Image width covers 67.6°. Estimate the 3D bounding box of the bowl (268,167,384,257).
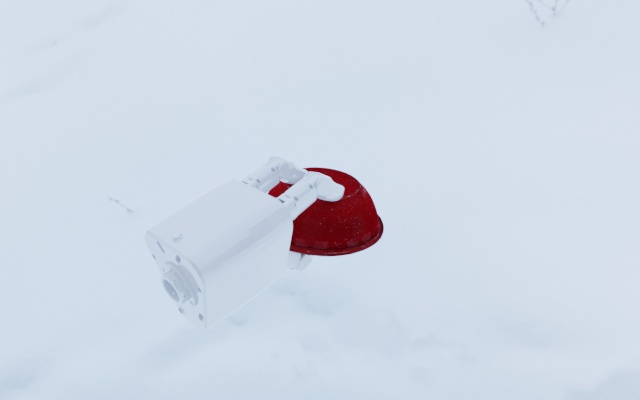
[{"bbox_3d":[0.001,0.001,0.580,0.162,0.055,0.162,4,26,-2],"label":"bowl"}]
